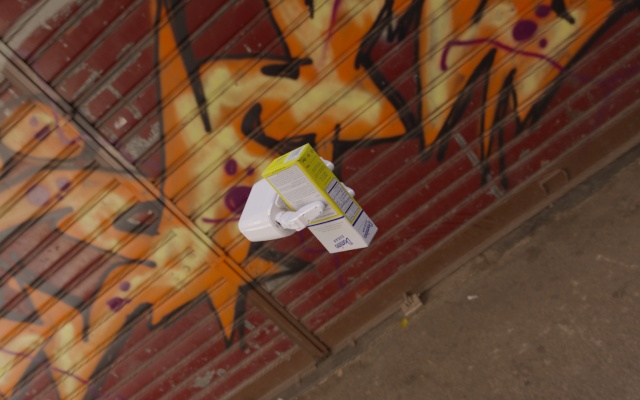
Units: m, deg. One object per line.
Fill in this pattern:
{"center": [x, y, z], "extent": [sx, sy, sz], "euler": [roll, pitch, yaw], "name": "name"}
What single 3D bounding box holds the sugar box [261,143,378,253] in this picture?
{"center": [0.000, 0.002, 0.734], "extent": [0.093, 0.176, 0.048], "euler": [-17, 32, 49], "name": "sugar box"}
